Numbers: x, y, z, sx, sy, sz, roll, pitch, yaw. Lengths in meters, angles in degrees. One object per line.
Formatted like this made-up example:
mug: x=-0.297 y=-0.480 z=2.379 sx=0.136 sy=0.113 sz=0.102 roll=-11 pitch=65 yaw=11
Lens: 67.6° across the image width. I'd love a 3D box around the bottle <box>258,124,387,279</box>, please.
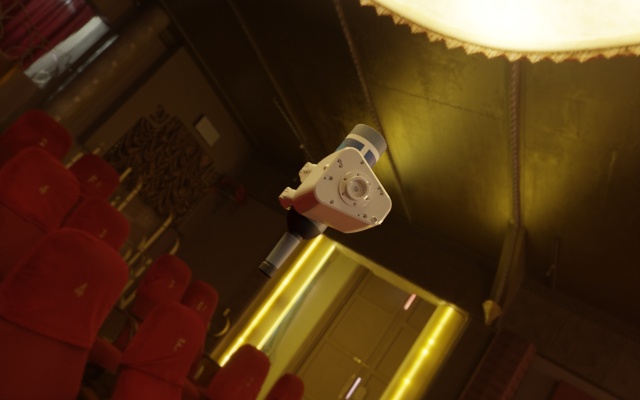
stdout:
bottle: x=0.000 y=0.002 z=0.784 sx=0.069 sy=0.295 sz=0.069 roll=34 pitch=-17 yaw=12
